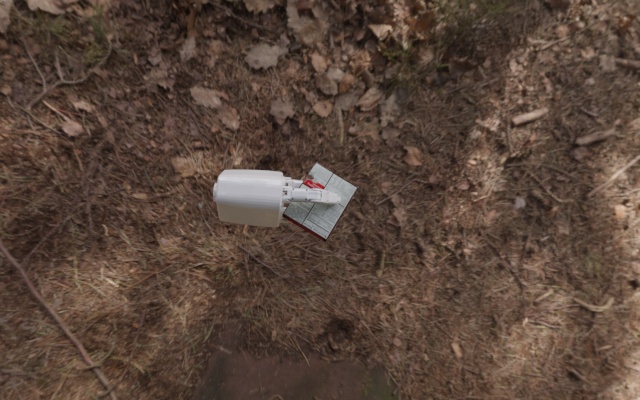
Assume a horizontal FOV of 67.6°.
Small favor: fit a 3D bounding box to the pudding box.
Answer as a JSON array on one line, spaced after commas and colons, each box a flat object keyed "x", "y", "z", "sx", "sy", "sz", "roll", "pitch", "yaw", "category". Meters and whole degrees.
[{"x": 0.000, "y": 0.003, "z": 0.827, "sx": 0.090, "sy": 0.113, "sz": 0.039, "roll": 32, "pitch": -8, "yaw": 0, "category": "pudding box"}]
